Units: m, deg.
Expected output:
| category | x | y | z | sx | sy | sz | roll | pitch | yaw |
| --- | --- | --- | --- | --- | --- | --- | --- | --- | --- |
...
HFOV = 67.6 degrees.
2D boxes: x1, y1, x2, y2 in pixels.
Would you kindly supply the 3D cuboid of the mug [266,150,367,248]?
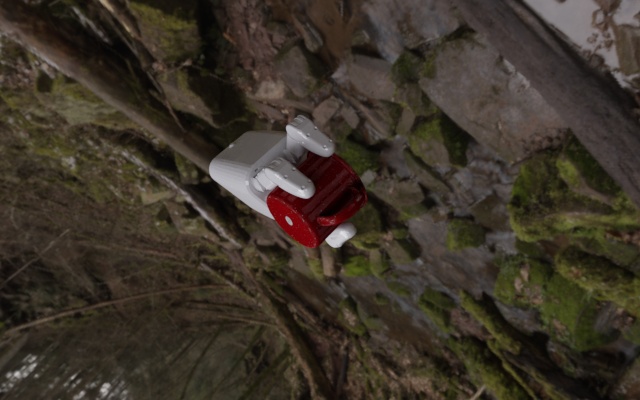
| category | x | y | z | sx | sy | sz | roll | pitch | yaw |
| --- | --- | --- | --- | --- | --- | --- | --- | --- | --- |
| mug | 0.001 | 0.002 | 0.537 | 0.081 | 0.093 | 0.117 | -44 | 34 | -22 |
